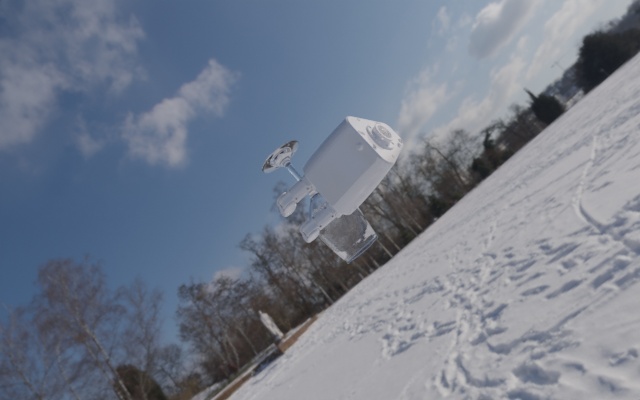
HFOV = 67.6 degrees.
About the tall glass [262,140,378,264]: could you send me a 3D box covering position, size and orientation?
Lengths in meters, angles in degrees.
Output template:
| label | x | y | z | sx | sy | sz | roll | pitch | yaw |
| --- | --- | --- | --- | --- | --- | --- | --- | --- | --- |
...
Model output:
| label | x | y | z | sx | sy | sz | roll | pitch | yaw |
| --- | --- | --- | --- | --- | --- | --- | --- | --- | --- |
| tall glass | 0.000 | 0.002 | 0.741 | 0.079 | 0.201 | 0.079 | -39 | -12 | -10 |
